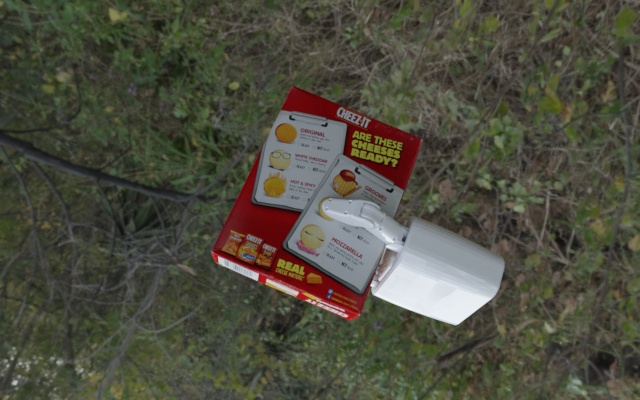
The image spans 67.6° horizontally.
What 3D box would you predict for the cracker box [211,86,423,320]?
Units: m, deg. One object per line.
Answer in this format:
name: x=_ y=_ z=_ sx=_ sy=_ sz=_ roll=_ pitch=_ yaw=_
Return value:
cracker box: x=0.000 y=0.002 z=0.535 sx=0.164 sy=0.213 sz=0.072 roll=23 pitch=-20 yaw=0
